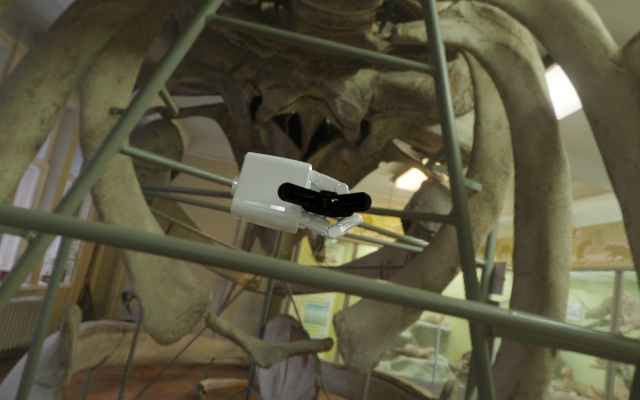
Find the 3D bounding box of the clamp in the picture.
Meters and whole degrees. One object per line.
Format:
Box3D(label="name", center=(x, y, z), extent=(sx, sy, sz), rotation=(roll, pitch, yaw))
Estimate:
Box3D(label="clamp", center=(0.000, 0.002, 0.674), extent=(0.120, 0.039, 0.171), rotation=(14, -9, -3))
